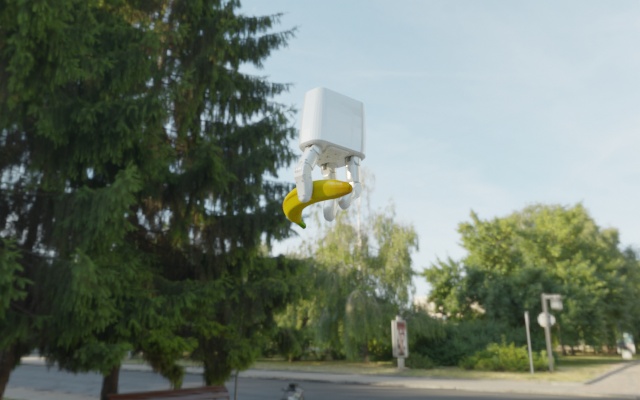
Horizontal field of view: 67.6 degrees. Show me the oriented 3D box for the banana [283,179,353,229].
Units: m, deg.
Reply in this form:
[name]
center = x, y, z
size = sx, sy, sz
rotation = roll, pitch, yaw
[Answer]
[banana]
center = -0.018, -0.001, 0.808
size = 0.069, 0.037, 0.198
rotation = 16, -25, -20
